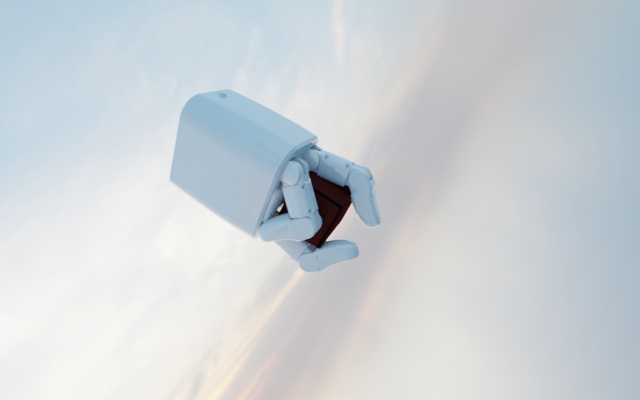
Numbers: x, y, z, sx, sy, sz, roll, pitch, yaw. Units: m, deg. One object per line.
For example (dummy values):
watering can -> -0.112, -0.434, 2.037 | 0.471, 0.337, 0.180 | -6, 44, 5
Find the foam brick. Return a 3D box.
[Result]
foam brick -> 0.000, 0.002, 0.476 | 0.051, 0.053, 0.078 | 32, 23, 6
